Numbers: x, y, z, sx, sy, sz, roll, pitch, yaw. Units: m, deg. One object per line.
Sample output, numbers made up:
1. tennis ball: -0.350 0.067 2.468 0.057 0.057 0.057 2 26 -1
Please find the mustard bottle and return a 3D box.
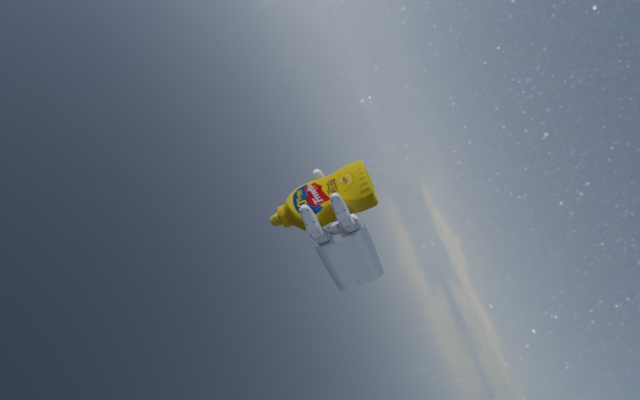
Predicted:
1. mustard bottle: 0.000 0.002 0.844 0.191 0.096 0.058 -23 -44 10
